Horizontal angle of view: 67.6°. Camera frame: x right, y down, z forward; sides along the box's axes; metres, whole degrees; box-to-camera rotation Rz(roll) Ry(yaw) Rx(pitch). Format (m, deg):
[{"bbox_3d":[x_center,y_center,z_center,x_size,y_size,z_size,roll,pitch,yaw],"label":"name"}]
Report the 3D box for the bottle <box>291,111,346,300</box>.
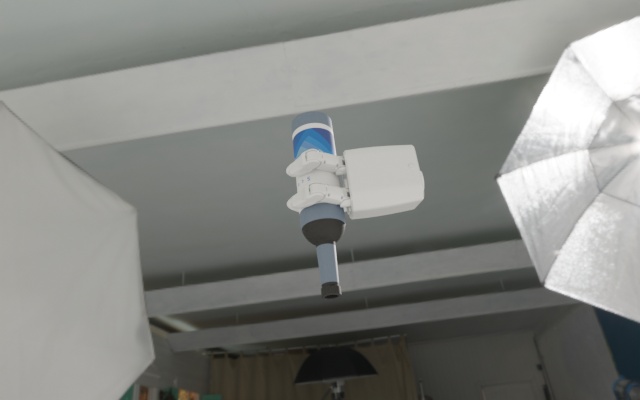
[{"bbox_3d":[0.000,0.002,0.719,0.069,0.295,0.069,-5,-28,-3],"label":"bottle"}]
